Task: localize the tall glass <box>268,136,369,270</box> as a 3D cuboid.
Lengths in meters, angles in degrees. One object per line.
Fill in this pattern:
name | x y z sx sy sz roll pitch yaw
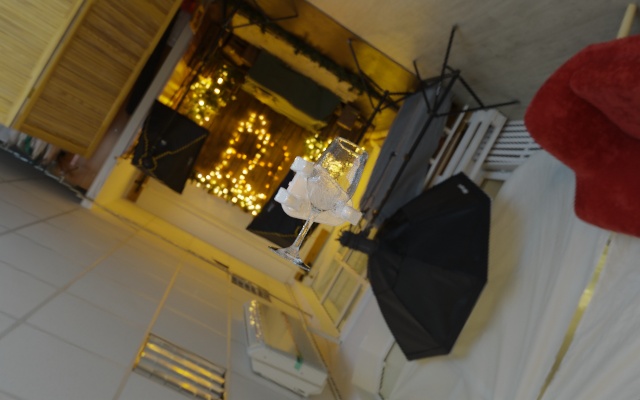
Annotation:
tall glass | 0.000 0.003 0.740 0.079 0.201 0.079 29 -2 1
